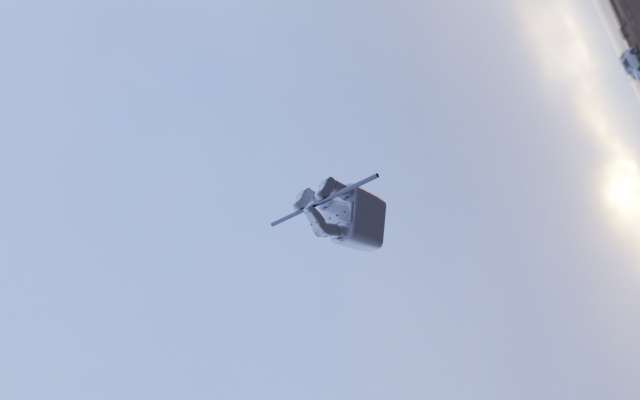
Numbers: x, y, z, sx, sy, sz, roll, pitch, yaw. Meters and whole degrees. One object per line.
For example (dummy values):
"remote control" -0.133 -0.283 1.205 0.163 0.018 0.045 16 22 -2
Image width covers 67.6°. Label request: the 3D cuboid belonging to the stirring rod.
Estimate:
"stirring rod" 0.000 0.003 0.820 0.239 0.011 0.011 -25 -15 34
